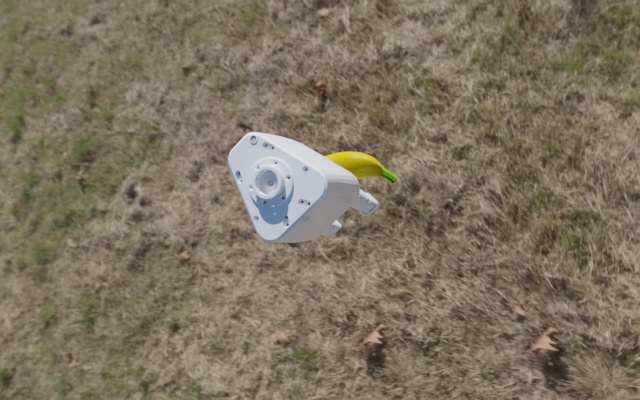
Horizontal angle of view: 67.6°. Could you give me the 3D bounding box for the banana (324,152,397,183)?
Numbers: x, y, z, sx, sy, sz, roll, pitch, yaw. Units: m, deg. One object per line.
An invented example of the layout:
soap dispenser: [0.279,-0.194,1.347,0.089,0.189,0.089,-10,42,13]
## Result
banana: [-0.005,-0.016,0.619,0.198,0.069,0.037,-22,12,14]
